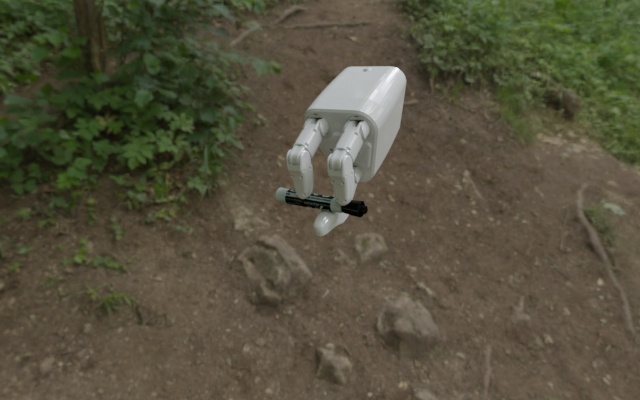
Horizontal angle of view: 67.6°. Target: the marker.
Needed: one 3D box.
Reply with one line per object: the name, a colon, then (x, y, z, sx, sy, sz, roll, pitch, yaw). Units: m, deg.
marker: (0.000, 0.002, 0.565, 0.121, 0.020, 0.020, 10, 5, 31)
